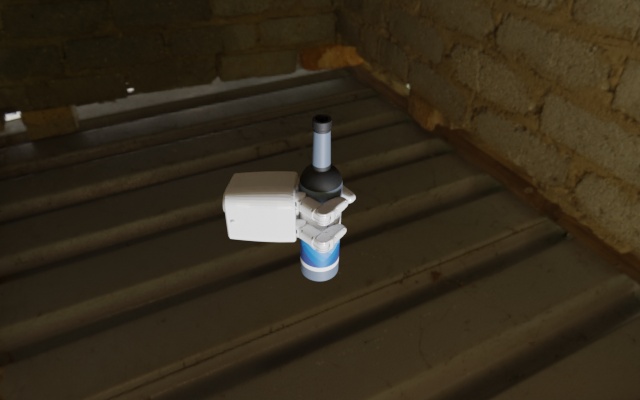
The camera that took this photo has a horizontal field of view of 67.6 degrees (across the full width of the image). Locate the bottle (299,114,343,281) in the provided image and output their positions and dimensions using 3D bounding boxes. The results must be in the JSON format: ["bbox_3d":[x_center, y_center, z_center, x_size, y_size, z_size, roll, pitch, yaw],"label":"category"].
[{"bbox_3d":[0.000,0.003,0.752,0.069,0.296,0.069,1,38,0],"label":"bottle"}]
